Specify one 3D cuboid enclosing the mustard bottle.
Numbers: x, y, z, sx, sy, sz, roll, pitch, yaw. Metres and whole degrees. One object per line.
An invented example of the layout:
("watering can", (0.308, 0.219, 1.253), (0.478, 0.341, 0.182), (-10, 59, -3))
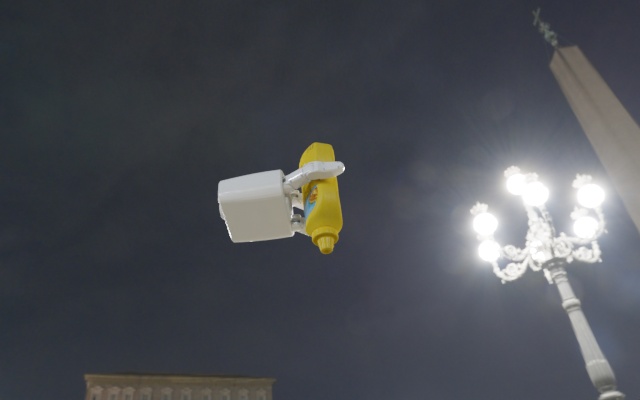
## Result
("mustard bottle", (0.000, 0.002, 0.785), (0.058, 0.191, 0.096), (7, -40, -16))
